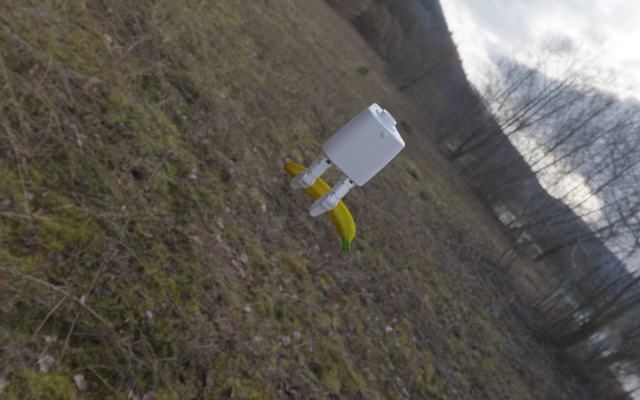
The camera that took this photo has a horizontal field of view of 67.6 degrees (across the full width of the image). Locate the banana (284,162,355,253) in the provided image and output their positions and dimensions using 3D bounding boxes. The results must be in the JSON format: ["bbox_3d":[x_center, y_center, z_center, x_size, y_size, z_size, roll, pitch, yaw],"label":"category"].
[{"bbox_3d":[0.008,0.002,0.890,0.037,0.198,0.069,-39,-3,23],"label":"banana"}]
